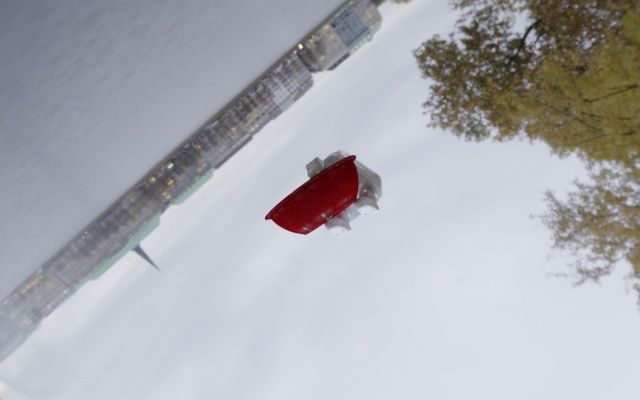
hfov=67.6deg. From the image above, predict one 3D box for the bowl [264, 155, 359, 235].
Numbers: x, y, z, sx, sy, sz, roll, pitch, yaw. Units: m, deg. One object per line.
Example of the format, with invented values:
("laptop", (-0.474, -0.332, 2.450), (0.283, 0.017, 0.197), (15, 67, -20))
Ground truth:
("bowl", (0.000, 0.003, 0.691), (0.162, 0.055, 0.162), (-35, -5, -3))
